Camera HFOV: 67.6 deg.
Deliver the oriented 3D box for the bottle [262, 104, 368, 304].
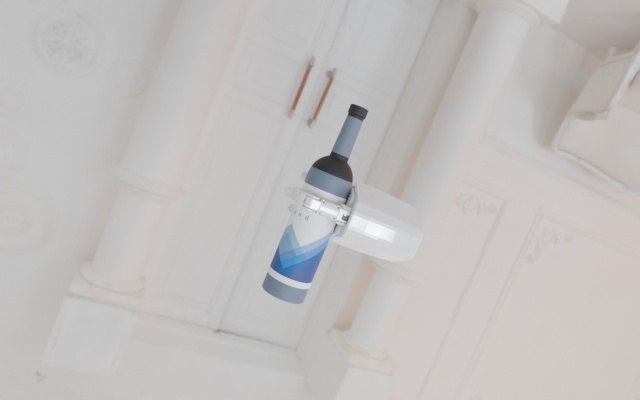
[{"bbox_3d":[0.000,0.002,0.694,0.069,0.296,0.069,22,5,-2],"label":"bottle"}]
